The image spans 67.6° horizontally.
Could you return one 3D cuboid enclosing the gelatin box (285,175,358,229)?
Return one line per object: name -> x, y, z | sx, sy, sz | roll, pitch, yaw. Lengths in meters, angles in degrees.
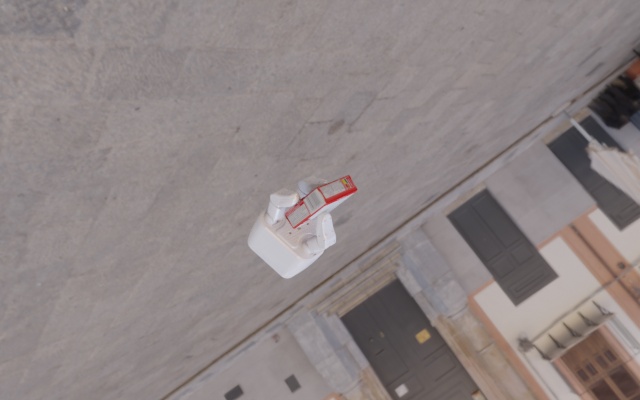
gelatin box -> 0.001, 0.003, 0.697 | 0.073, 0.030, 0.089 | -23, -11, -45
